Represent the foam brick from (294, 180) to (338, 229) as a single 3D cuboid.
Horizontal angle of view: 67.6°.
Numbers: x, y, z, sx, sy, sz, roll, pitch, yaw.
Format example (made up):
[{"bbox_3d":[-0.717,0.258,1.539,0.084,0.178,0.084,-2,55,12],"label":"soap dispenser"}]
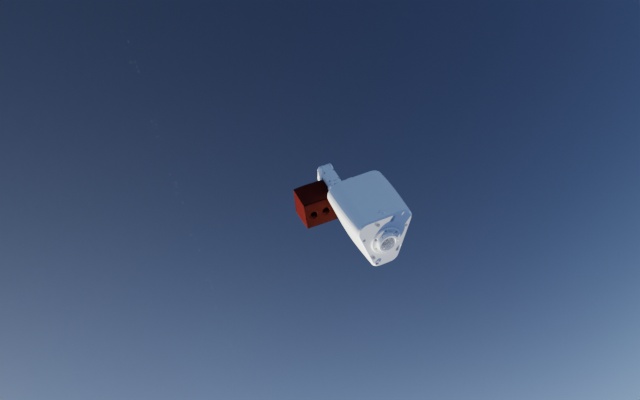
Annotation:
[{"bbox_3d":[0.000,0.003,0.808,0.078,0.053,0.051,-19,43,-13],"label":"foam brick"}]
